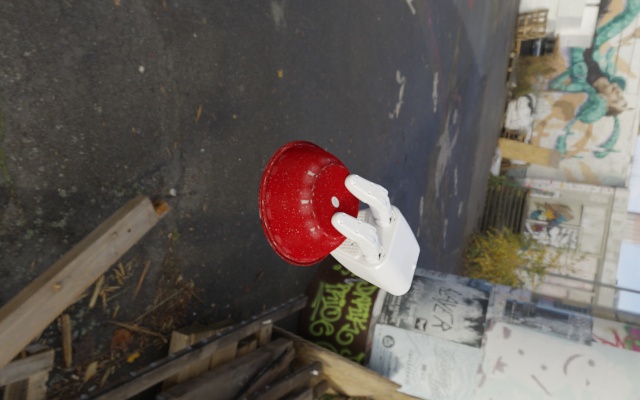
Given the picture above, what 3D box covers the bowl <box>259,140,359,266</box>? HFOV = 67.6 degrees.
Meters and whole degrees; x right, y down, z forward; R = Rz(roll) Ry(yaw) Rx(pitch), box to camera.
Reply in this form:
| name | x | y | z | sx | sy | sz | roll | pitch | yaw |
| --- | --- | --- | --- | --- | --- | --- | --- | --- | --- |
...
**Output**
| name | x | y | z | sx | sy | sz | roll | pitch | yaw |
| --- | --- | --- | --- | --- | --- | --- | --- | --- | --- |
| bowl | 0.000 | 0.002 | 0.598 | 0.055 | 0.162 | 0.162 | -3 | -2 | 42 |
